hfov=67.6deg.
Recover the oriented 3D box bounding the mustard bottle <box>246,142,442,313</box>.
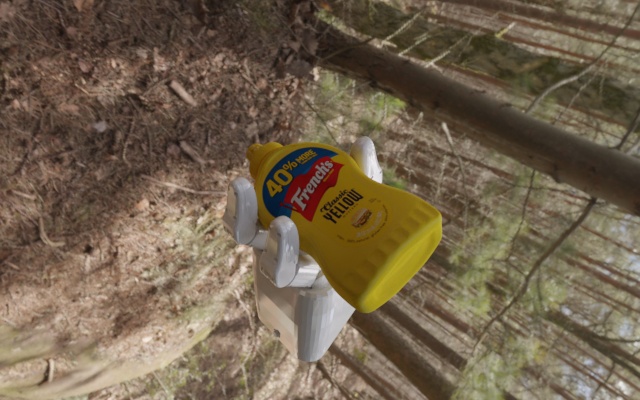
[{"bbox_3d":[0.000,0.001,0.405,0.191,0.096,0.058,37,-18,33],"label":"mustard bottle"}]
